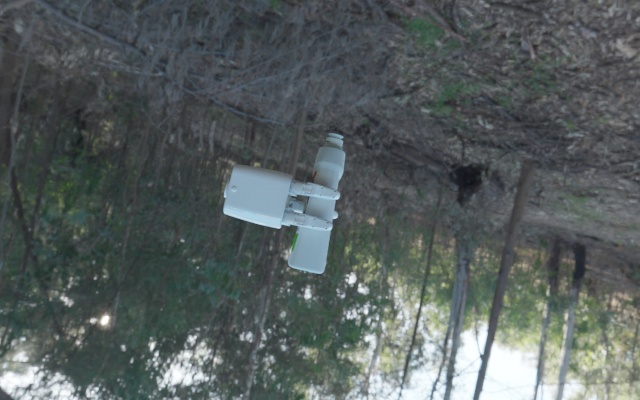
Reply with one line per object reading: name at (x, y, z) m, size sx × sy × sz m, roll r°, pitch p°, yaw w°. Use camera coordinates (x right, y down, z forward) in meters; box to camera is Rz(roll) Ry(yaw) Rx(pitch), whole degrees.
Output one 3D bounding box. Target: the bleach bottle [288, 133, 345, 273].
bleach bottle at (0.000, 0.003, 0.876) m, size 0.068 × 0.251 × 0.102 m, roll 13°, pitch -5°, yaw -3°
